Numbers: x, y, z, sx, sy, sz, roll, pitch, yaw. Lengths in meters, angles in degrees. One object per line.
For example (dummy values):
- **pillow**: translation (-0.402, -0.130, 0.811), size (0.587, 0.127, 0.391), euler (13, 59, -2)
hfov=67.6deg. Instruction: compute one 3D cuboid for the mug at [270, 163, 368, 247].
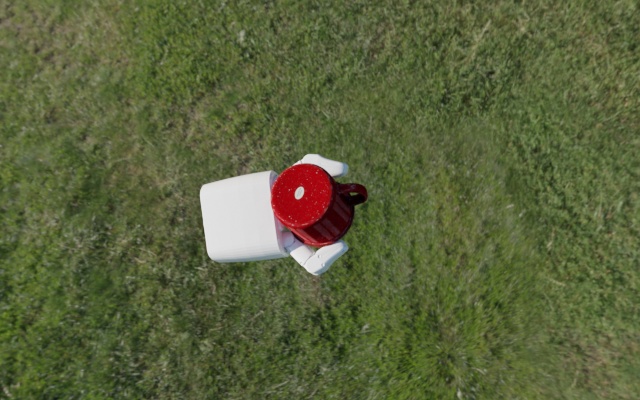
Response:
- **mug**: translation (0.001, 0.002, 0.587), size (0.117, 0.093, 0.081), euler (-11, -20, 13)
